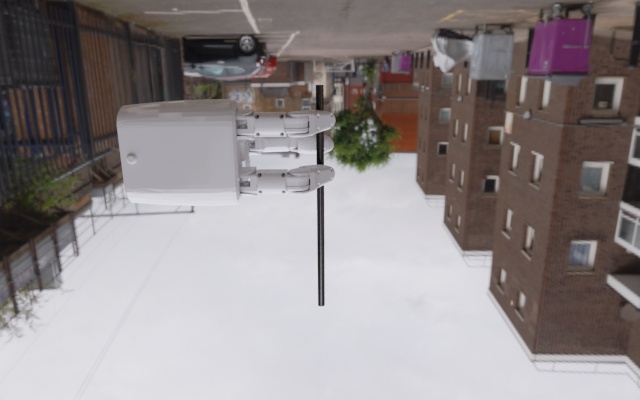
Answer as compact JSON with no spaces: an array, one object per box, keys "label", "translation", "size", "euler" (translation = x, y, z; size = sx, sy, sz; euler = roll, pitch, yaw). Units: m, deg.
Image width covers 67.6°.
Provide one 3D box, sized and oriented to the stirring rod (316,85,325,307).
[{"label":"stirring rod","translation":[0.000,0.002,0.504],"size":[0.011,0.239,0.011],"euler":[0,16,0]}]
